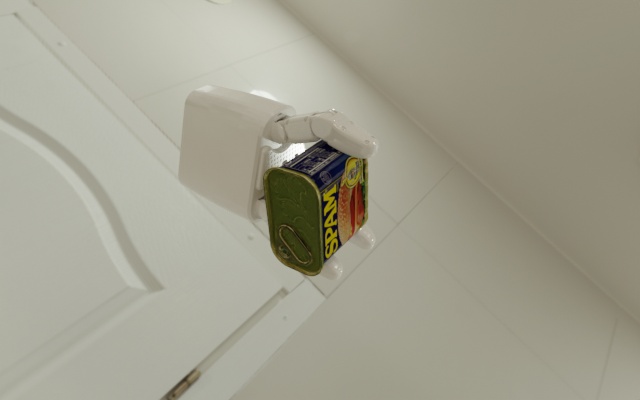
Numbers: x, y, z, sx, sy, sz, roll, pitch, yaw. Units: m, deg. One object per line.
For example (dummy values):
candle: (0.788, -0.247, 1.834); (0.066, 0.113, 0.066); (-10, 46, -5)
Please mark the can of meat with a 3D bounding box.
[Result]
can of meat: (0.000, 0.001, 0.427); (0.057, 0.102, 0.084); (19, 38, 30)
